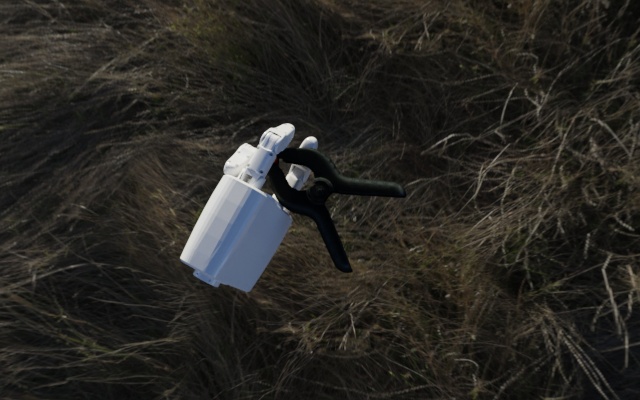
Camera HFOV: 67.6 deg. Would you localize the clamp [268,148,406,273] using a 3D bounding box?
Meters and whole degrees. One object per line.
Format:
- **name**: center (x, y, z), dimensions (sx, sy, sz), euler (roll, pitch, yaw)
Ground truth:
- **clamp**: center (0.000, 0.002, 0.557), dimensions (0.171, 0.120, 0.039), euler (27, -10, 8)
